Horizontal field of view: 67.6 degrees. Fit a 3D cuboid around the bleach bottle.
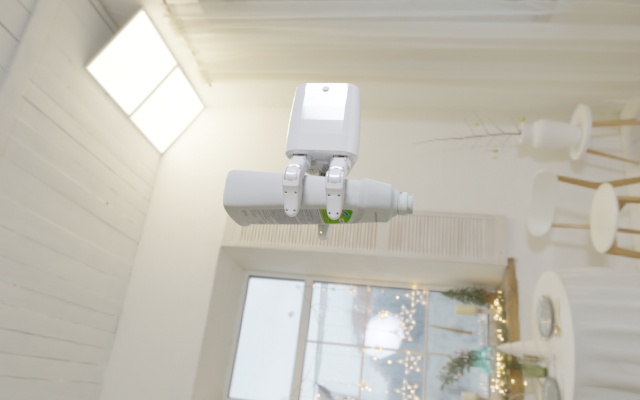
[{"bbox_3d":[0.000,0.002,0.660,0.251,0.068,0.103,3,-18,10],"label":"bleach bottle"}]
